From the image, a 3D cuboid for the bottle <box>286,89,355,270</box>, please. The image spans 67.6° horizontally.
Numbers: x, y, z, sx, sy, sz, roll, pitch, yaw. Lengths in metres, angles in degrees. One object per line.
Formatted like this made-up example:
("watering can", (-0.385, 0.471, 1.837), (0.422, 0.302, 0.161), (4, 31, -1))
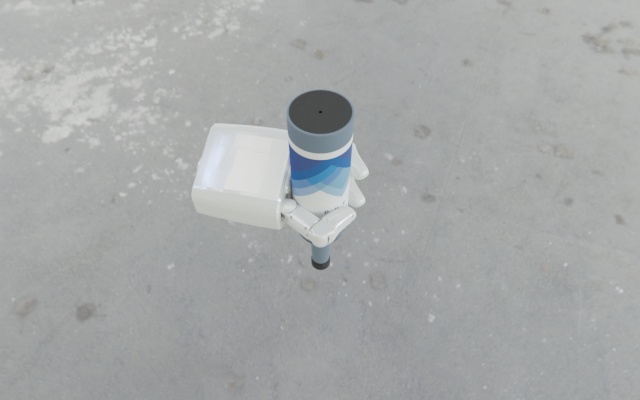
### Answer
("bottle", (0.000, 0.002, 0.580), (0.069, 0.069, 0.296), (0, -37, 0))
